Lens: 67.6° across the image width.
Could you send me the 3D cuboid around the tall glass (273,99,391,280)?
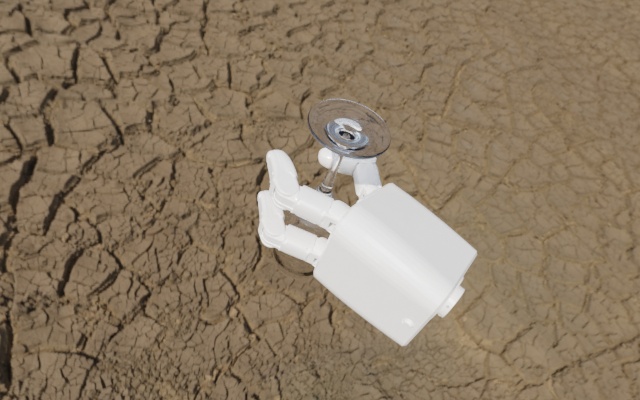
[{"bbox_3d":[0.000,0.001,0.476,0.079,0.079,0.201,0,-40,-19],"label":"tall glass"}]
